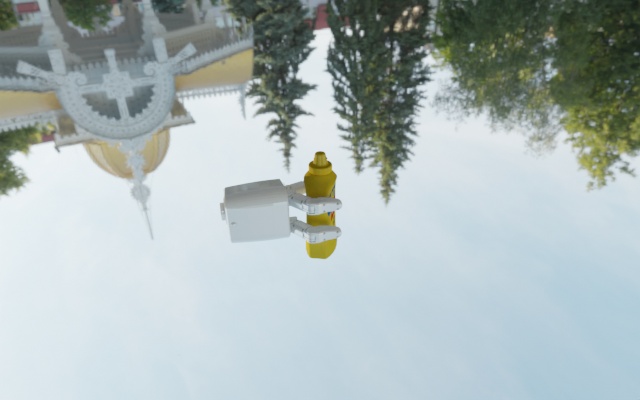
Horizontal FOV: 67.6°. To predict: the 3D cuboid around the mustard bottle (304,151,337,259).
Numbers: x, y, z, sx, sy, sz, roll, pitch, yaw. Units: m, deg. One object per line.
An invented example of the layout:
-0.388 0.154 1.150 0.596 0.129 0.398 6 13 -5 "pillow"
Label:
0.000 0.003 0.851 0.058 0.192 0.096 4 30 10 "mustard bottle"
